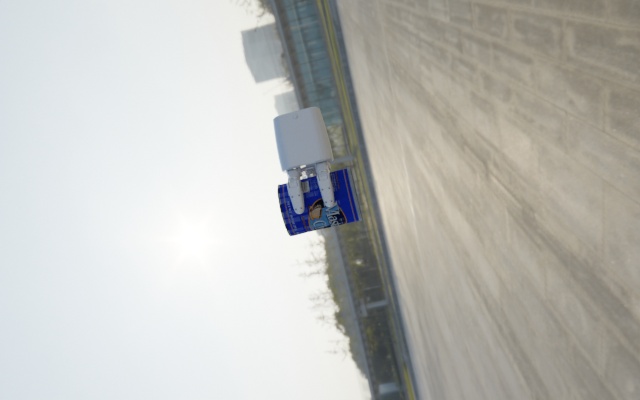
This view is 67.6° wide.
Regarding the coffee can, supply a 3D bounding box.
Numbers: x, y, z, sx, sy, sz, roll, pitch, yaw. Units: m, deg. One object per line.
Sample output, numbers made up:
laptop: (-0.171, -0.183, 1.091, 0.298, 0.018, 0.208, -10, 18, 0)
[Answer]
coffee can: (0.000, 0.003, 0.899, 0.140, 0.103, 0.103, -13, -1, 5)
